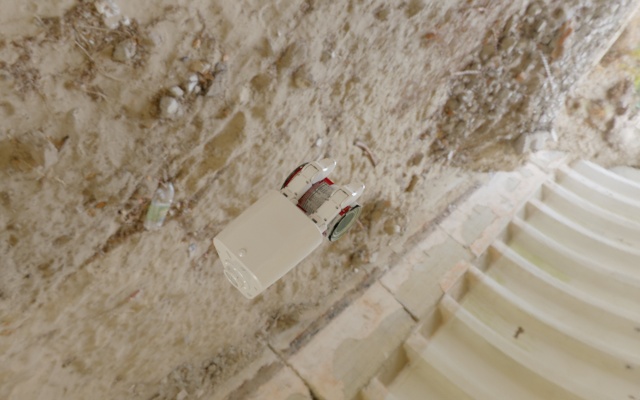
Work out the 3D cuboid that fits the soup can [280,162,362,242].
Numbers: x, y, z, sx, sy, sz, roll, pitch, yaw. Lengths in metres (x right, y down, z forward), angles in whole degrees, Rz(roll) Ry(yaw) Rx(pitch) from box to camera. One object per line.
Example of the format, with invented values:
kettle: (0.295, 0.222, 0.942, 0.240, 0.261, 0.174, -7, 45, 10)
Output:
soup can: (0.001, 0.002, 0.686, 0.102, 0.068, 0.068, 41, 15, 18)
